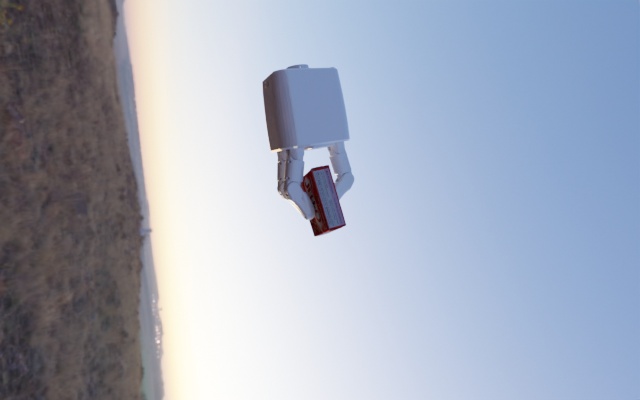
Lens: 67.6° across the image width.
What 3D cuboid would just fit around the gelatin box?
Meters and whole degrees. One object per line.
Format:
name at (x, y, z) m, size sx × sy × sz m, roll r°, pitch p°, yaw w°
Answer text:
gelatin box at (0.001, 0.002, 0.673) m, size 0.030 × 0.089 × 0.073 m, roll -15°, pitch -6°, yaw -19°
